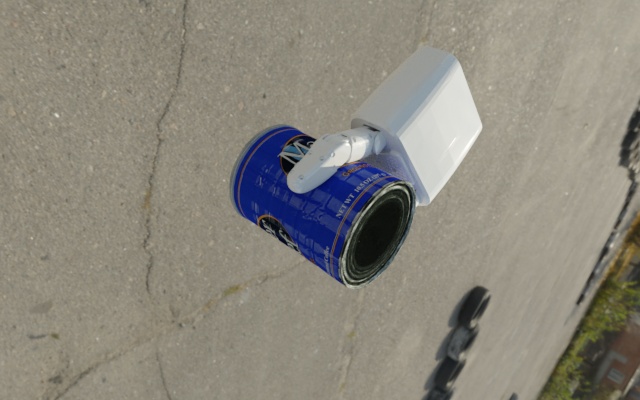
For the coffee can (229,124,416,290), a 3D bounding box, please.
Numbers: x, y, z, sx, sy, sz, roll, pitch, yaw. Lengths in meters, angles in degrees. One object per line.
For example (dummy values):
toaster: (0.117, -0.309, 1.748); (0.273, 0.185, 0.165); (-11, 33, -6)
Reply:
coffee can: (0.000, 0.001, 0.437); (0.140, 0.103, 0.103); (30, 17, 33)
